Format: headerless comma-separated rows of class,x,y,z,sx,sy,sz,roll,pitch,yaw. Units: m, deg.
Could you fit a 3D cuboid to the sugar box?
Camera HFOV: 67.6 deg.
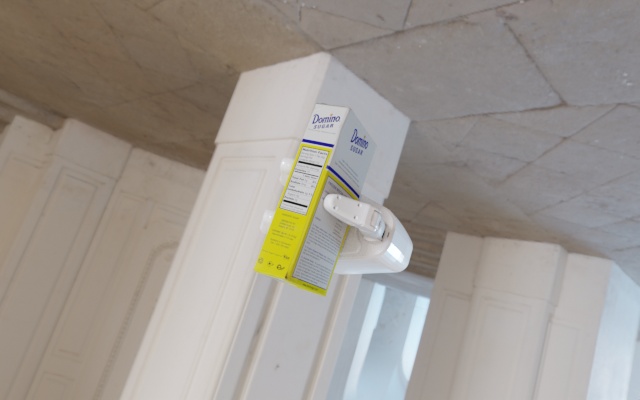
sugar box,0.000,0.002,0.485,0.048,0.176,0.093,12,-14,27
